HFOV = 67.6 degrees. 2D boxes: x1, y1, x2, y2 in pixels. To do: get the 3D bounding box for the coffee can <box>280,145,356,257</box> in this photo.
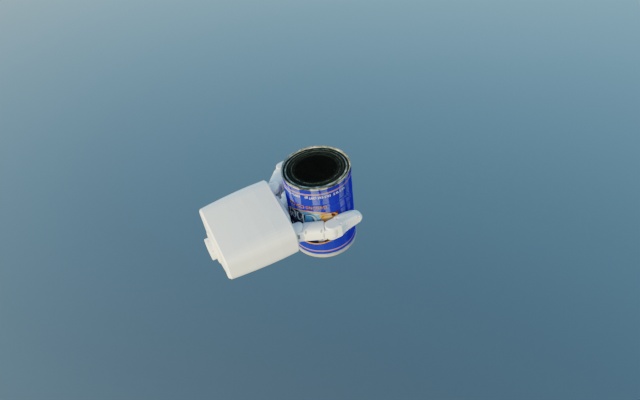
[{"bbox_3d":[0.000,0.002,0.729,0.103,0.140,0.102,-4,42,4],"label":"coffee can"}]
